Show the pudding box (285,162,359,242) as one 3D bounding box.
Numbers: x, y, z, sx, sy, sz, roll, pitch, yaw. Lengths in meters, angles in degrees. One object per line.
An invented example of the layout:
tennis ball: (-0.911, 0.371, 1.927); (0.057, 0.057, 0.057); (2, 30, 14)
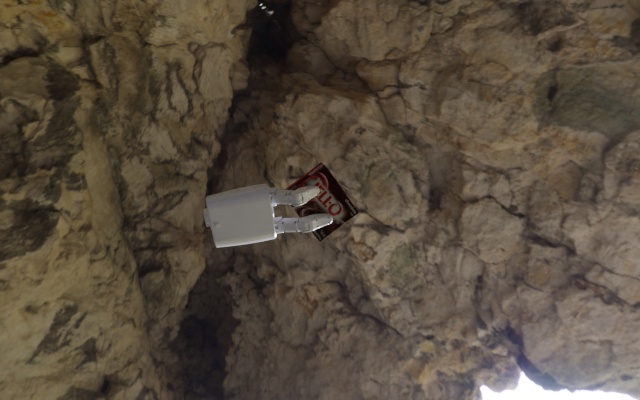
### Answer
pudding box: (0.000, 0.003, 0.850); (0.090, 0.113, 0.039); (-37, 23, 0)
